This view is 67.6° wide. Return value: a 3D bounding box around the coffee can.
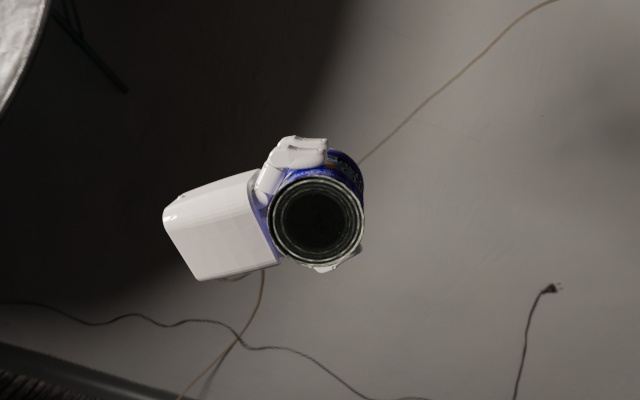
[{"bbox_3d":[0.000,0.002,0.558,0.103,0.103,0.140,0,18,5],"label":"coffee can"}]
